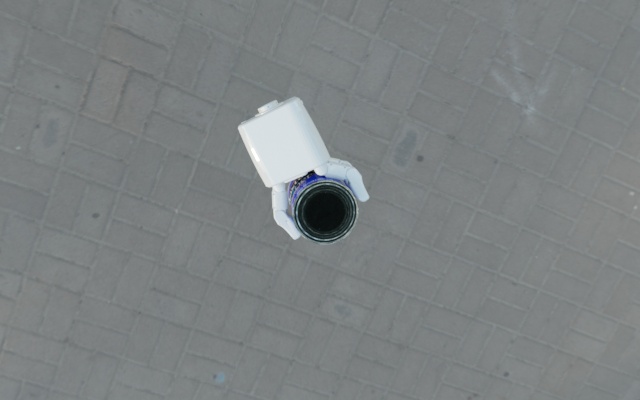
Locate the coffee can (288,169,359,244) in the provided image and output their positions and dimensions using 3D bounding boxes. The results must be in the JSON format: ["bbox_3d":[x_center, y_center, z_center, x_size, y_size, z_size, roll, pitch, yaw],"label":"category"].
[{"bbox_3d":[0.000,0.003,0.794,0.103,0.103,0.140,0,14,-7],"label":"coffee can"}]
